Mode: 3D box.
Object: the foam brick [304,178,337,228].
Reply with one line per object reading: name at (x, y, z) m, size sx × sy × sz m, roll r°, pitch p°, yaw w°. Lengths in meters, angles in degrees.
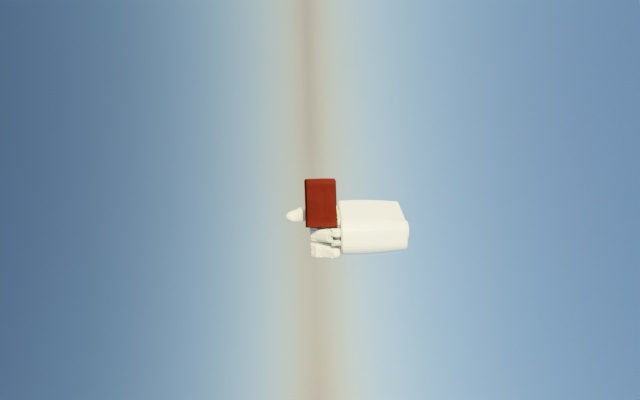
foam brick at (0.000, 0.002, 0.787) m, size 0.051 × 0.078 × 0.053 m, roll -2°, pitch 8°, yaw 0°
